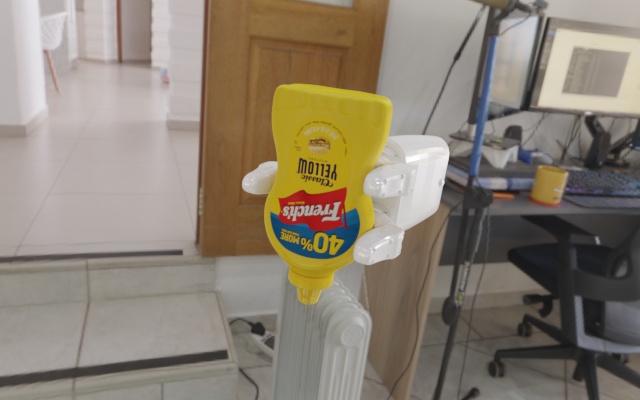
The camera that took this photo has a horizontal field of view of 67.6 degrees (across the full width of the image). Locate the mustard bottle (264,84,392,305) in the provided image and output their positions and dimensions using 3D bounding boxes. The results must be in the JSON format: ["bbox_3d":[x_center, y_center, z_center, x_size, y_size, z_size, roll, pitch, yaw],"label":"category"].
[{"bbox_3d":[0.000,0.001,0.413,0.096,0.192,0.058,11,18,13],"label":"mustard bottle"}]
